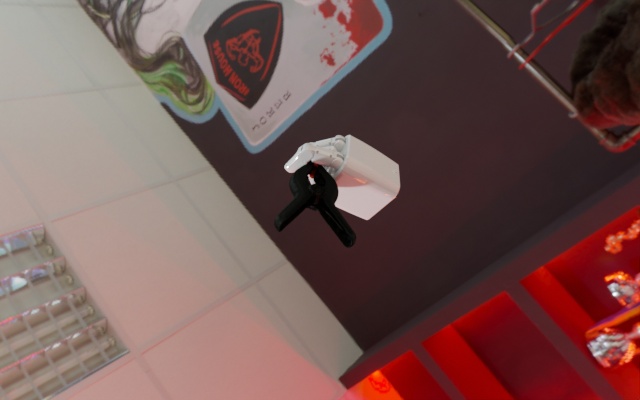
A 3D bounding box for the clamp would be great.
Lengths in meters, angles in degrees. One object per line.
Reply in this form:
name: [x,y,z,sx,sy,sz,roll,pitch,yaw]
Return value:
clamp: [0.000,0.003,0.724,0.120,0.171,0.039,25,-50,-12]
